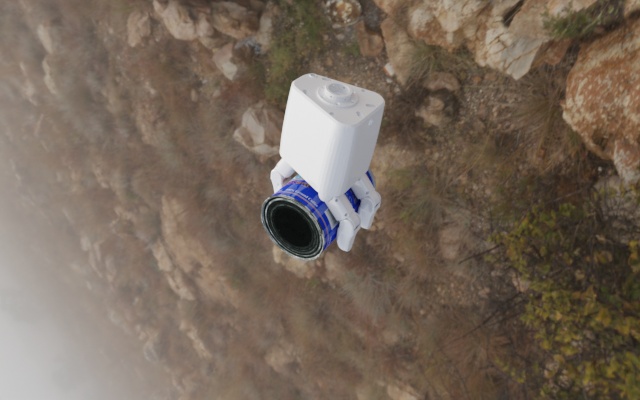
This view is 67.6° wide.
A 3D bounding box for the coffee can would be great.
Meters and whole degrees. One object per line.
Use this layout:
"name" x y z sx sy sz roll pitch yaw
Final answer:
"coffee can" 0.000 0.002 0.669 0.103 0.103 0.140 0 31 40
